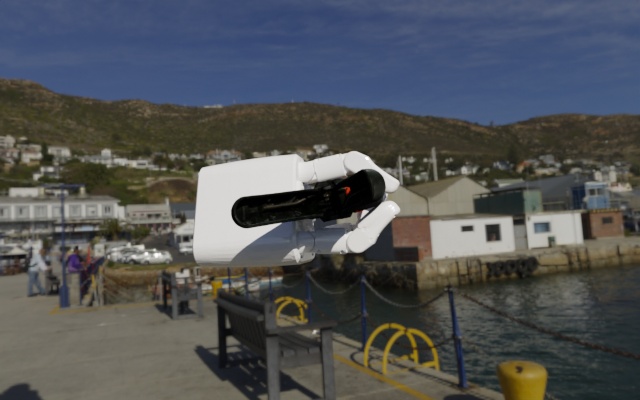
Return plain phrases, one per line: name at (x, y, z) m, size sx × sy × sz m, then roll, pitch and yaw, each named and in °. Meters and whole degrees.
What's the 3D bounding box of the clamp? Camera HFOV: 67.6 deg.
clamp at (0.000, 0.001, 0.417) m, size 0.120 × 0.039 × 0.171 m, roll -6°, pitch -5°, yaw 10°
